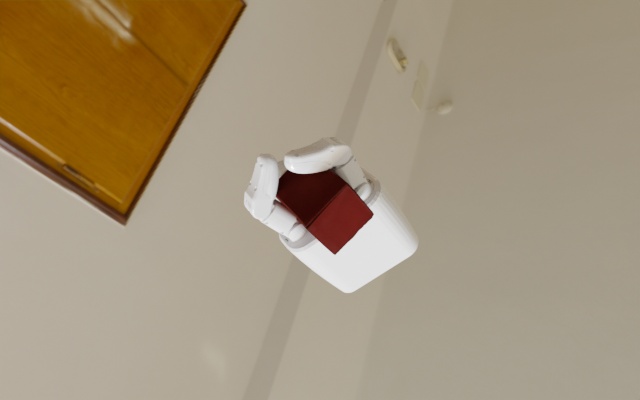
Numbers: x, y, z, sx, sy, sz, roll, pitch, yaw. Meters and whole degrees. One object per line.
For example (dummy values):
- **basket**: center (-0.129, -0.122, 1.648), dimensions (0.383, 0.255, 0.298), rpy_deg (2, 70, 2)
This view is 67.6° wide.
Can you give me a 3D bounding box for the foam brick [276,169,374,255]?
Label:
- **foam brick**: center (0.000, 0.002, 0.436), dimensions (0.051, 0.053, 0.078), rpy_deg (47, -3, -40)
